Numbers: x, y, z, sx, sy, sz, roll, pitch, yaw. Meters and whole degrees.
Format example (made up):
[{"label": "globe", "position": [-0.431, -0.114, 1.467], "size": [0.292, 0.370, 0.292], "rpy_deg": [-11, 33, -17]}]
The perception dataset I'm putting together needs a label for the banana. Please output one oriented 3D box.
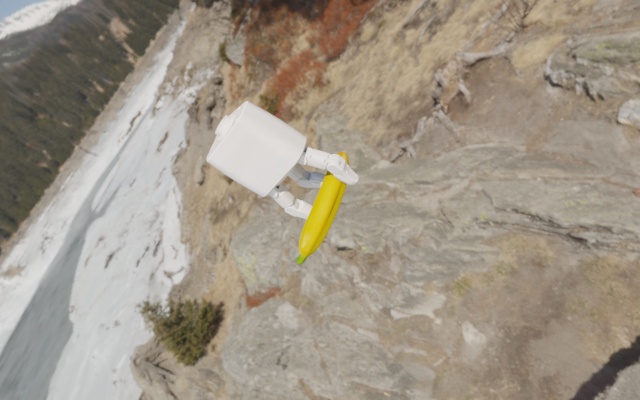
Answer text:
[{"label": "banana", "position": [0.006, 0.005, 0.746], "size": [0.037, 0.197, 0.069], "rpy_deg": [28, -13, -18]}]
